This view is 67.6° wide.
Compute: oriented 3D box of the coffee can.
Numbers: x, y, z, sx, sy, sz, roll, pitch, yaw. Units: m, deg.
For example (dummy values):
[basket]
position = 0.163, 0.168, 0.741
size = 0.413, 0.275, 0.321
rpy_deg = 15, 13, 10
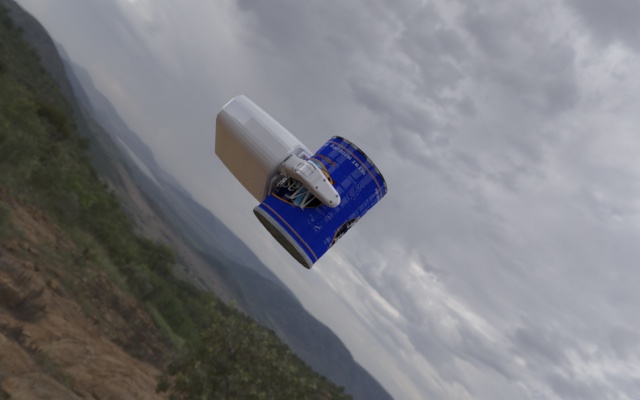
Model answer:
[coffee can]
position = 0.000, 0.002, 0.605
size = 0.140, 0.103, 0.103
rpy_deg = -44, 11, -12
